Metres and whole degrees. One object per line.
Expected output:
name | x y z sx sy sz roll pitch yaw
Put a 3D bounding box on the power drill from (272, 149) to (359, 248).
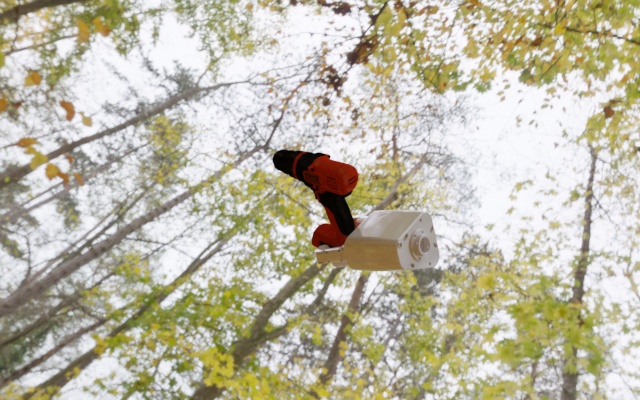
power drill | 0.000 0.003 0.824 0.057 0.188 0.184 -38 38 -29
